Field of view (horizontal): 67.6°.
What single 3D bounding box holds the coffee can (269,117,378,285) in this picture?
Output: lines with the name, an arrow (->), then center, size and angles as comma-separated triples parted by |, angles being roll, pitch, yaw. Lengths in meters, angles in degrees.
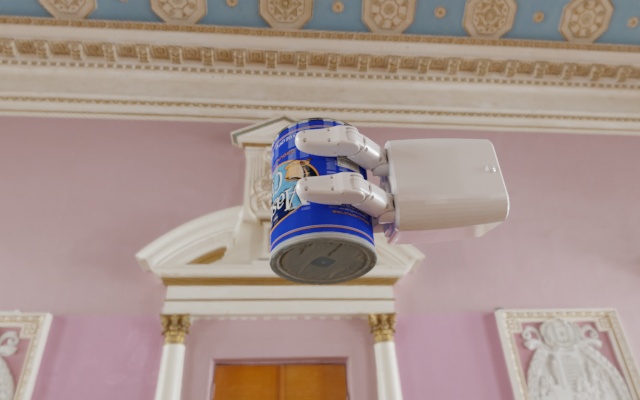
coffee can -> 0.000, 0.002, 0.489 | 0.103, 0.140, 0.103 | -2, -32, -1
